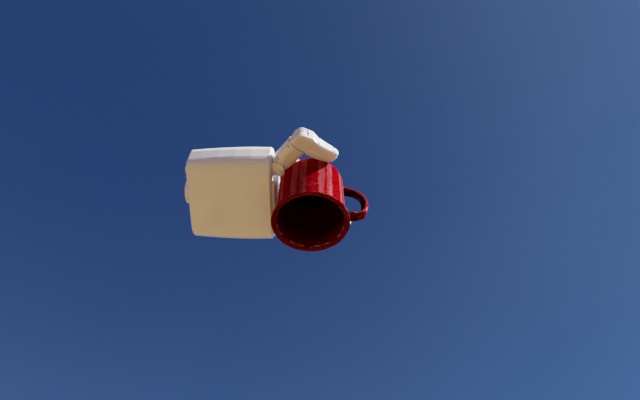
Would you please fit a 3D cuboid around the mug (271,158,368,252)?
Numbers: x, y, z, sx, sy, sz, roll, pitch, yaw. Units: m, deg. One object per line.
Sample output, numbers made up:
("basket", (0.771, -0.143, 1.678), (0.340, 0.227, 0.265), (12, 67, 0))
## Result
("mug", (0.002, 0.002, 0.589), (0.117, 0.093, 0.081), (1, 39, -1))
